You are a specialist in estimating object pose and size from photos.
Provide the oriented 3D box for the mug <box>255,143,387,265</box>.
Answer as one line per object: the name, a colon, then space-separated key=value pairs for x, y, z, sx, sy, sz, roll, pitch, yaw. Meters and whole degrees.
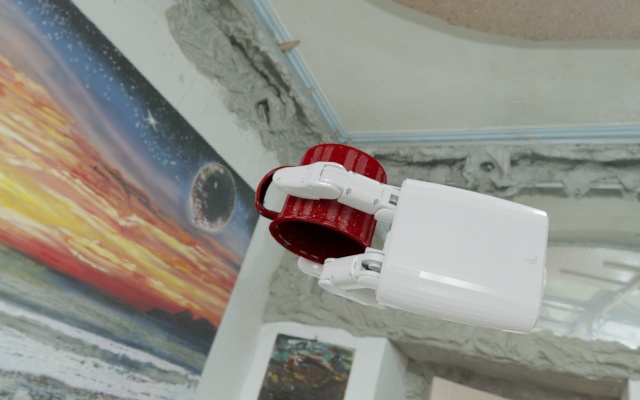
mug: x=-0.001 y=0.001 z=0.425 sx=0.117 sy=0.081 sz=0.093 roll=13 pitch=-27 yaw=12
